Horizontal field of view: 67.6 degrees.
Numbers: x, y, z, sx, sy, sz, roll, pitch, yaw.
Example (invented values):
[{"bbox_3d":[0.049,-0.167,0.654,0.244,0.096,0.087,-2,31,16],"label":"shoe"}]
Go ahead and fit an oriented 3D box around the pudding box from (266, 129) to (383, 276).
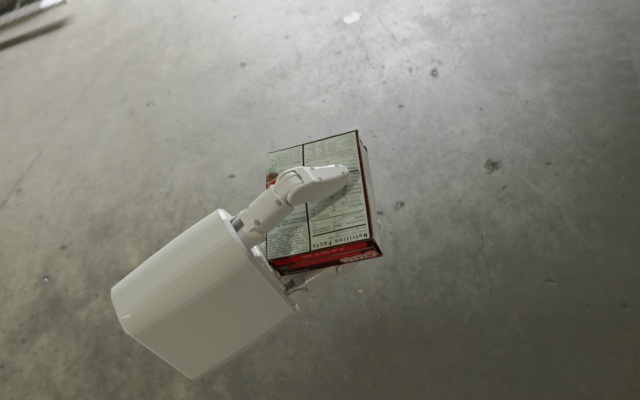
[{"bbox_3d":[0.000,0.001,0.408,0.090,0.113,0.039,-12,-31,13],"label":"pudding box"}]
